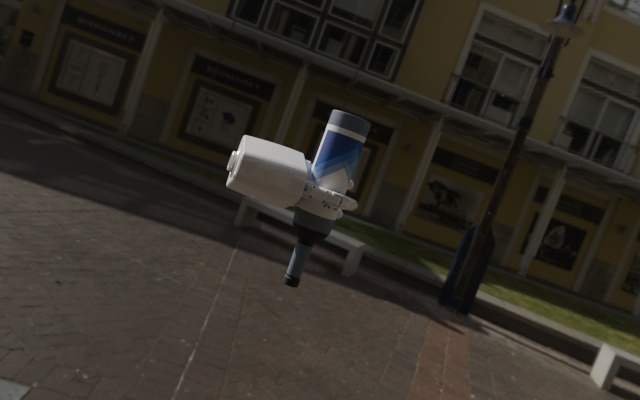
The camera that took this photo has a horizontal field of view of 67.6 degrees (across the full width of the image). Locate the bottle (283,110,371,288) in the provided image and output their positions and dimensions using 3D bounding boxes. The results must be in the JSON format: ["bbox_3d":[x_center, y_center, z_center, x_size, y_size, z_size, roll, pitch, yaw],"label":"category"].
[{"bbox_3d":[0.000,0.002,0.784,0.069,0.296,0.069,20,5,-2],"label":"bottle"}]
